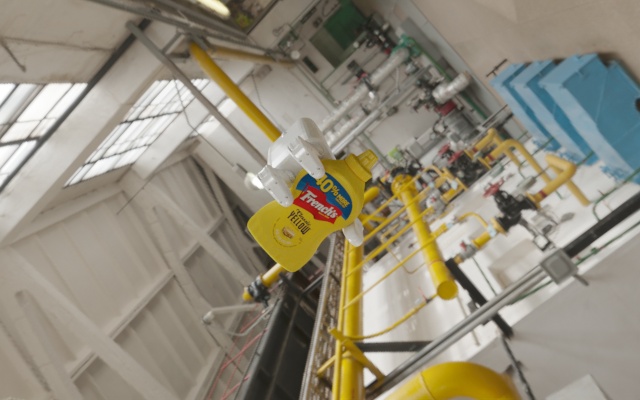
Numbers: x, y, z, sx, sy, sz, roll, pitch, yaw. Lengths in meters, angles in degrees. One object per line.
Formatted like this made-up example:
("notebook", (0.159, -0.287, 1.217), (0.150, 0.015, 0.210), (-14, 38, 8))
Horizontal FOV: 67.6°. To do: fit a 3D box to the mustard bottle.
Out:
("mustard bottle", (0.000, 0.002, 0.636), (0.191, 0.096, 0.058), (-42, 2, 13))
